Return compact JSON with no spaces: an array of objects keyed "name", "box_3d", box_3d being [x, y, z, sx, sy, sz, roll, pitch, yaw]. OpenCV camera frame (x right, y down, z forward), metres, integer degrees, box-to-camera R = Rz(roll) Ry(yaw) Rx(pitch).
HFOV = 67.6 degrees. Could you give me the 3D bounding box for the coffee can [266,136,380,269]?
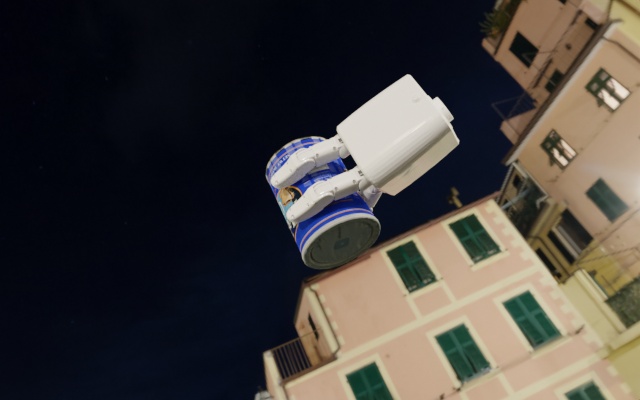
[{"name":"coffee can","box_3d":[0.000,0.002,0.615,0.103,0.140,0.103,-19,-34,-13]}]
